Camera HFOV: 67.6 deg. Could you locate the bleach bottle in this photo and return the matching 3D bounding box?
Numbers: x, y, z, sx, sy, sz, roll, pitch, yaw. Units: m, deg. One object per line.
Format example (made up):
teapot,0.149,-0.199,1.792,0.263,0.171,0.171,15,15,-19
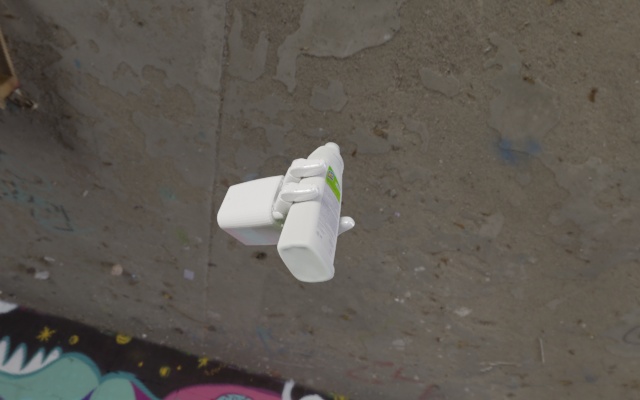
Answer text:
bleach bottle,0.000,0.003,0.783,0.068,0.250,0.103,-8,-47,24
